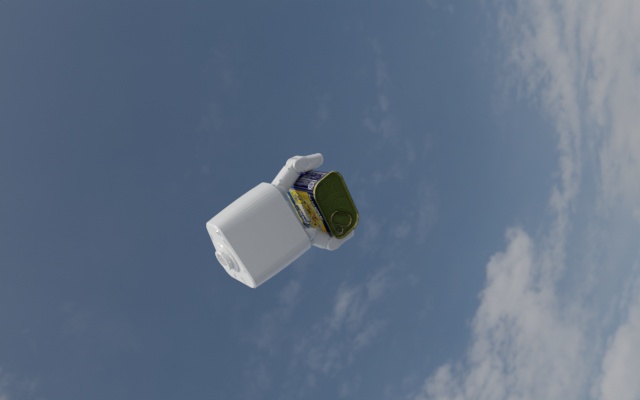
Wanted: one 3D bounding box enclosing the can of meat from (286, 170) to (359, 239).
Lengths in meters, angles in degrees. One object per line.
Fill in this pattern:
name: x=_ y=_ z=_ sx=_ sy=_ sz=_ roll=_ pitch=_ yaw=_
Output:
can of meat: x=0.000 y=0.002 z=0.731 sx=0.057 sy=0.102 sz=0.084 roll=-41 pitch=30 yaw=-26
